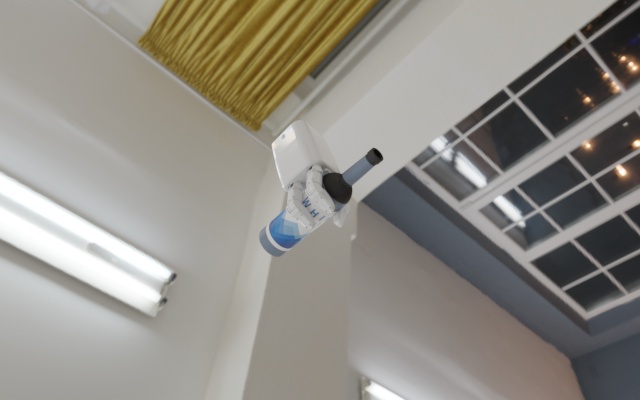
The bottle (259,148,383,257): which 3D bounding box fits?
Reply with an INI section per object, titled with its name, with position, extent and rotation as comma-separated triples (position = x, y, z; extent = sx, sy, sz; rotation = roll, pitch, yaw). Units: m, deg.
[bottle]
position = 0.000, 0.003, 0.874
extent = 0.296, 0.069, 0.069
rotation = -40, -24, 32
